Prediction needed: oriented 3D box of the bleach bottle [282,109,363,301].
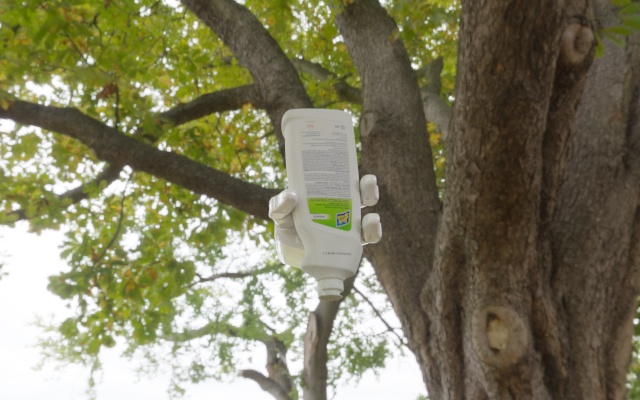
[{"bbox_3d":[0.000,0.002,0.617,0.102,0.250,0.068,0,-26,-4],"label":"bleach bottle"}]
